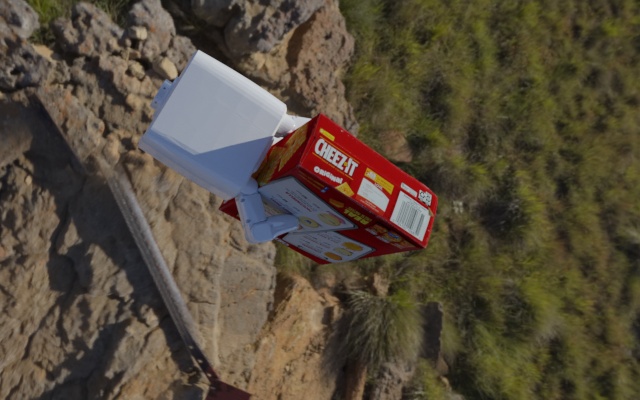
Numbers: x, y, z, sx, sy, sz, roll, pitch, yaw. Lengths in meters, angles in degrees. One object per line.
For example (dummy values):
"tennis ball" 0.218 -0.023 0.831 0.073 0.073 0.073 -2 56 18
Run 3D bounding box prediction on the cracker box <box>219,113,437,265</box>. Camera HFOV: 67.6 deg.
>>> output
"cracker box" 0.000 0.002 0.549 0.164 0.072 0.214 31 -25 -21
